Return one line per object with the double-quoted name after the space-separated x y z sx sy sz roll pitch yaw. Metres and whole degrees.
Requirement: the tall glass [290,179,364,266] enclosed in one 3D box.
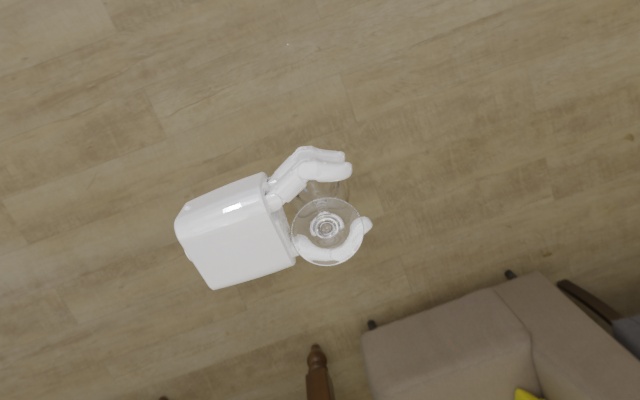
0.000 0.002 0.572 0.079 0.079 0.201 0 18 -4 "tall glass"
